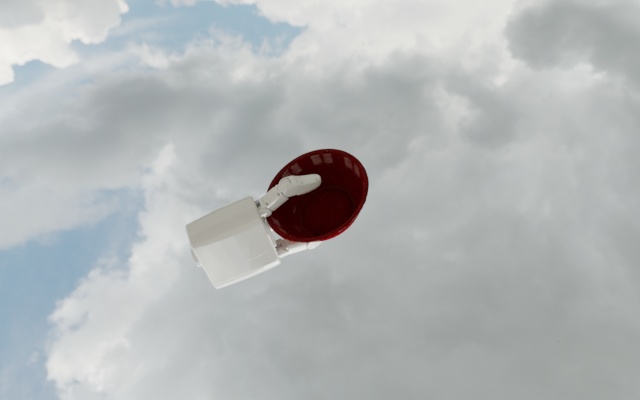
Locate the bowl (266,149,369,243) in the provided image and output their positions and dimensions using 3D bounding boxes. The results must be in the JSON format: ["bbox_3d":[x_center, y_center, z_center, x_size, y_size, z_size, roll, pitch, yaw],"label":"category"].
[{"bbox_3d":[0.002,0.002,0.710,0.162,0.162,0.055,0,-32,24],"label":"bowl"}]
